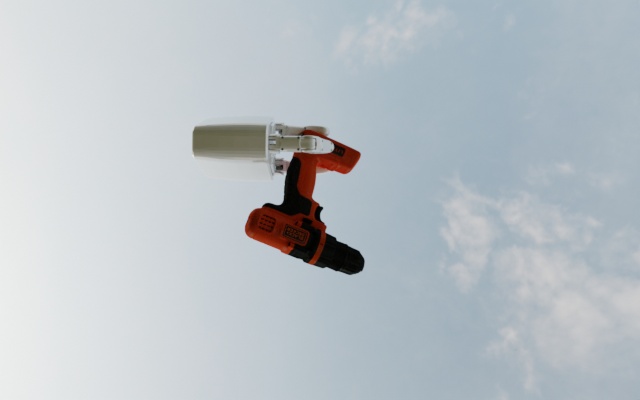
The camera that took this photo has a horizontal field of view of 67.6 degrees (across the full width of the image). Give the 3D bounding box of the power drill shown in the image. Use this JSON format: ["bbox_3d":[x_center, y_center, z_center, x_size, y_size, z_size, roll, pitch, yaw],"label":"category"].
[{"bbox_3d":[0.000,0.002,0.709,0.184,0.187,0.057,24,-23,-15],"label":"power drill"}]
